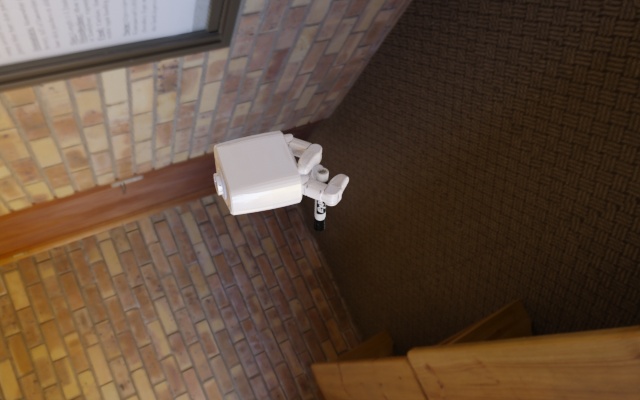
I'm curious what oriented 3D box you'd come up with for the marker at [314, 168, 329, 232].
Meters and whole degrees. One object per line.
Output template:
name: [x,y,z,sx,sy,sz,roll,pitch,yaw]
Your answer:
marker: [0.000,0.002,0.742,0.020,0.121,0.020,2,41,-2]
